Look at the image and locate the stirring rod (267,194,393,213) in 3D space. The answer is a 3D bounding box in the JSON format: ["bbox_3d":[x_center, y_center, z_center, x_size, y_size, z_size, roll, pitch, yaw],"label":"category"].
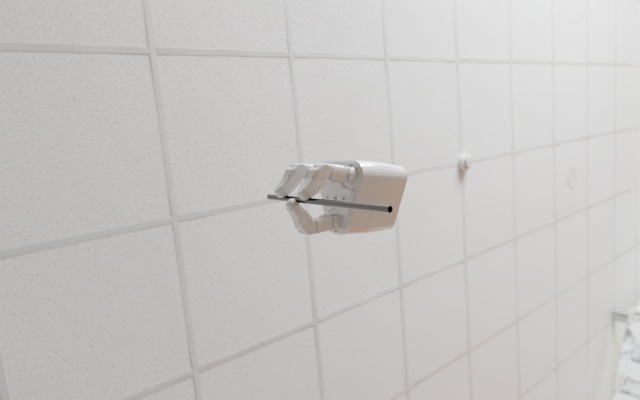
[{"bbox_3d":[0.000,0.002,0.616,0.011,0.011,0.239,0,4,-39],"label":"stirring rod"}]
